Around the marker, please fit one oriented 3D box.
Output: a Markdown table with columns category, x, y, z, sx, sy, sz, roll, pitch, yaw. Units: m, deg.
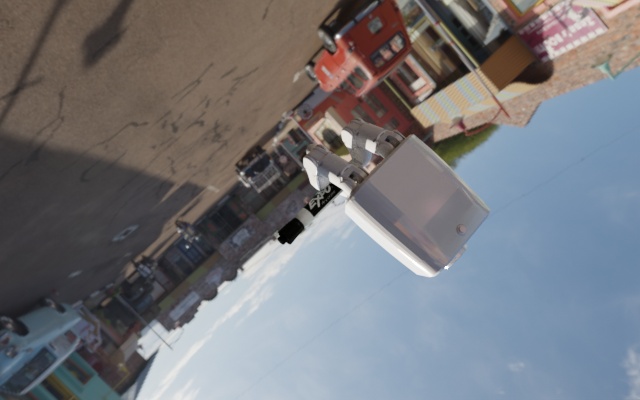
| category | x | y | z | sx | sy | sz | roll | pitch | yaw |
| --- | --- | --- | --- | --- | --- | --- | --- | --- | --- |
| marker | 0.000 | 0.002 | 0.500 | 0.121 | 0.020 | 0.020 | -45 | 18 | -19 |
